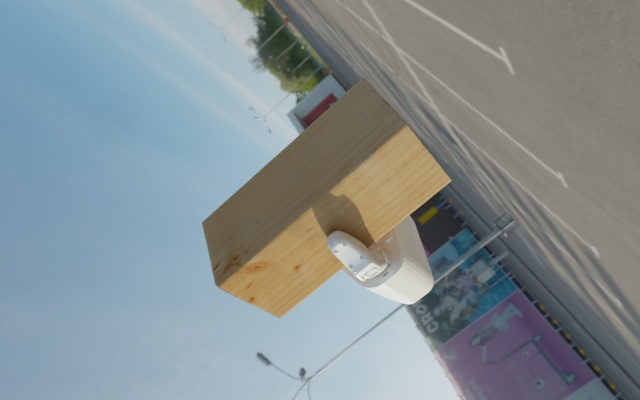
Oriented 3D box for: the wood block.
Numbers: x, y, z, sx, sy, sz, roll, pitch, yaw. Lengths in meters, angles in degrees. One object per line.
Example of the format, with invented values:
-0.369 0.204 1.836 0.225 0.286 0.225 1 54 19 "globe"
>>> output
0.000 0.002 0.440 0.090 0.206 0.090 39 15 -41 "wood block"
